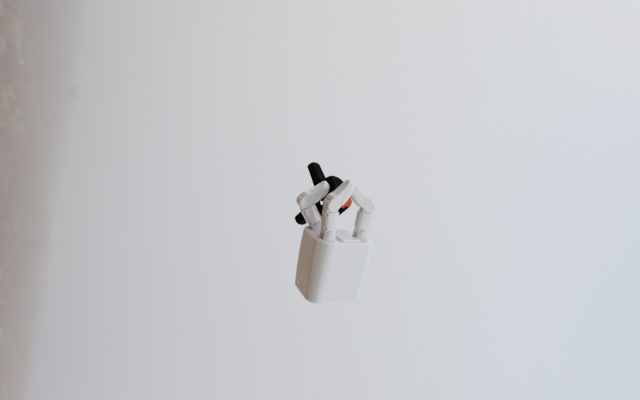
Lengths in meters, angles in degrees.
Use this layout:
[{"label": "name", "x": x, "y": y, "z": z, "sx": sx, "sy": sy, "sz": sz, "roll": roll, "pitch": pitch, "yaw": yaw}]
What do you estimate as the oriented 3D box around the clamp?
[{"label": "clamp", "x": 0.001, "y": 0.003, "z": 0.842, "sx": 0.039, "sy": 0.120, "sz": 0.171, "roll": 8, "pitch": 11, "yaw": -22}]
